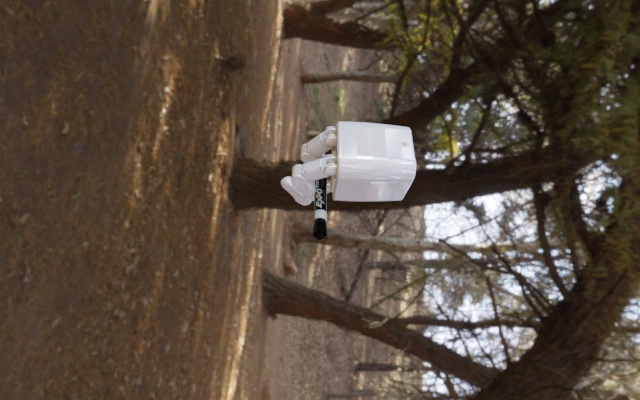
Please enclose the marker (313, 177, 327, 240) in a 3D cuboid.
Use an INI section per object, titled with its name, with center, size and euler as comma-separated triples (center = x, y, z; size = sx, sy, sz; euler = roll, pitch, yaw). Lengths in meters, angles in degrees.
[marker]
center = 0.000, 0.002, 0.678
size = 0.020, 0.121, 0.020
euler = 0, -36, 0
